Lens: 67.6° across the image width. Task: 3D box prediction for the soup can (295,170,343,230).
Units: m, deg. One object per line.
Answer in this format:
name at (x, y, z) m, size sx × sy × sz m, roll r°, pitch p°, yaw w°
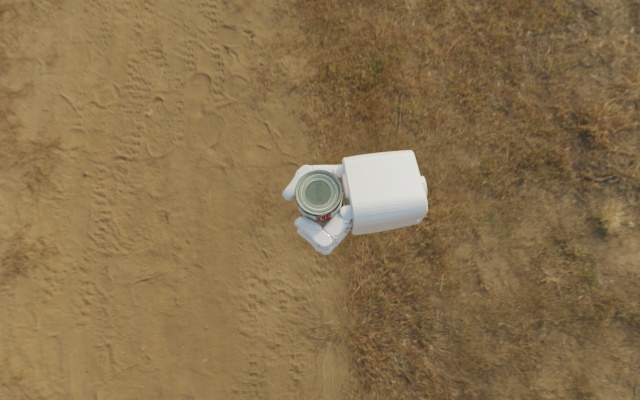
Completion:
soup can at (0.000, 0.002, 0.694) m, size 0.068 × 0.068 × 0.102 m, roll 0°, pitch -15°, yaw 3°
